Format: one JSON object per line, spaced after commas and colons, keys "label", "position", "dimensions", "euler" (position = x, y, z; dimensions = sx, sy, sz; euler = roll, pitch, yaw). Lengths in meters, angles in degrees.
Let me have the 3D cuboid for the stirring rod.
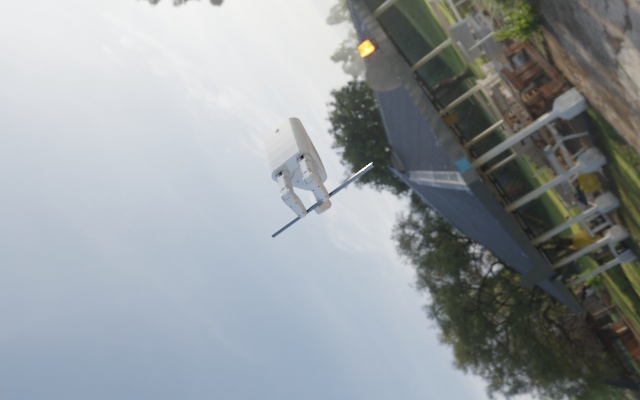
{"label": "stirring rod", "position": [0.000, 0.003, 0.880], "dimensions": [0.239, 0.011, 0.011], "euler": [-36, -13, 19]}
